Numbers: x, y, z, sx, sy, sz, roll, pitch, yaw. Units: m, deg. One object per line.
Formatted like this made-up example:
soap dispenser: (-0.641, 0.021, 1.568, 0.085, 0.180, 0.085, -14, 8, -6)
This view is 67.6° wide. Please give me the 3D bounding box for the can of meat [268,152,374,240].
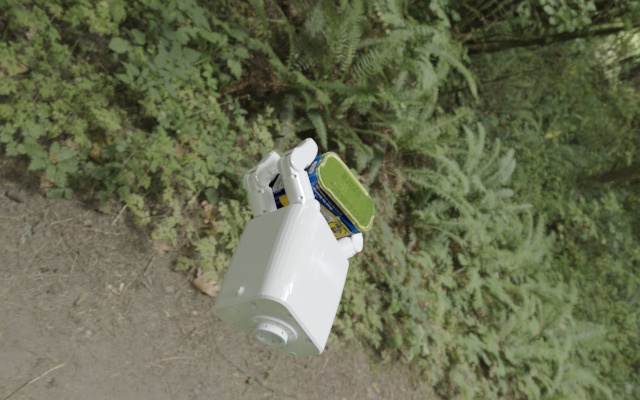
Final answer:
can of meat: (0.000, 0.002, 0.537, 0.084, 0.057, 0.102, -20, -56, 37)
